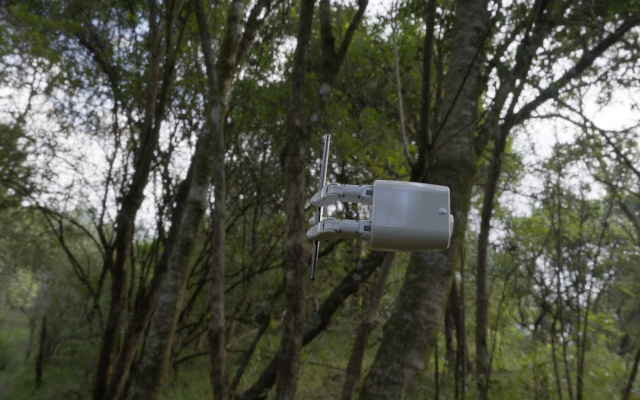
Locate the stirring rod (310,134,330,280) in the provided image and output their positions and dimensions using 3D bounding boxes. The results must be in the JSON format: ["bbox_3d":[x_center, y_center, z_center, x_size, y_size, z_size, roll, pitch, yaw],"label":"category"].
[{"bbox_3d":[0.000,0.002,0.722,0.011,0.239,0.011,5,-25,2],"label":"stirring rod"}]
